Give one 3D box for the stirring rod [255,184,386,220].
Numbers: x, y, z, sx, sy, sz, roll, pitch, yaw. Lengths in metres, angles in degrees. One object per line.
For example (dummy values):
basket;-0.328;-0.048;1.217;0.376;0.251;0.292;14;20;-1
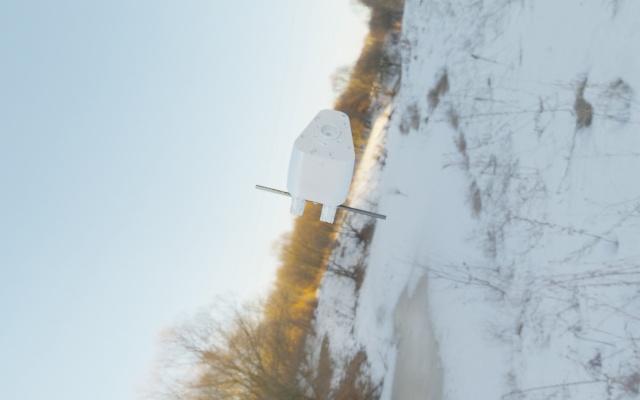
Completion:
stirring rod;0.000;0.003;0.857;0.239;0.011;0.011;14;0;1
